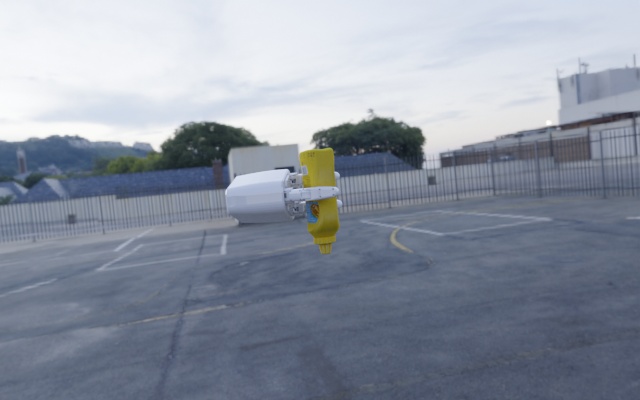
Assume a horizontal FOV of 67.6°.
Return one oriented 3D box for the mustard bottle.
[{"bbox_3d":[0.000,0.003,0.875,0.058,0.191,0.096,-6,3,-20],"label":"mustard bottle"}]
